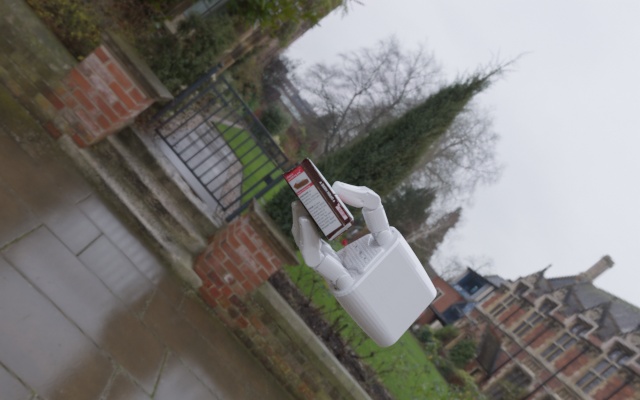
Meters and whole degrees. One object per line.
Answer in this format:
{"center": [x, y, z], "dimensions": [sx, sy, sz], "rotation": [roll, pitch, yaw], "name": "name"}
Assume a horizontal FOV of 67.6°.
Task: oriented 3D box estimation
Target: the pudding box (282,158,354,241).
{"center": [0.000, 0.002, 0.570], "dimensions": [0.039, 0.090, 0.113], "rotation": [-36, -6, -1], "name": "pudding box"}
